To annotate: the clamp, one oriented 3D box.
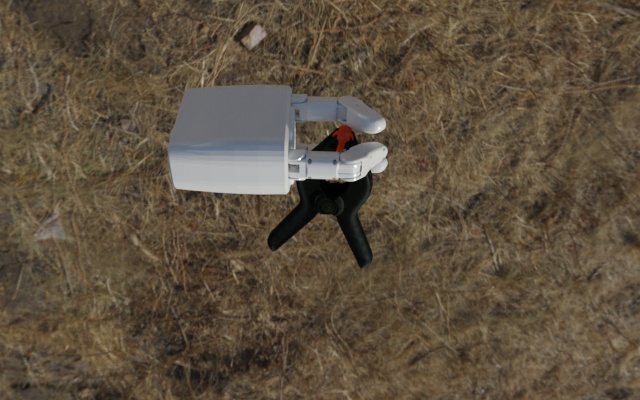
[{"bbox_3d":[0.000,0.002,0.508,0.120,0.172,0.039,1,32,0],"label":"clamp"}]
